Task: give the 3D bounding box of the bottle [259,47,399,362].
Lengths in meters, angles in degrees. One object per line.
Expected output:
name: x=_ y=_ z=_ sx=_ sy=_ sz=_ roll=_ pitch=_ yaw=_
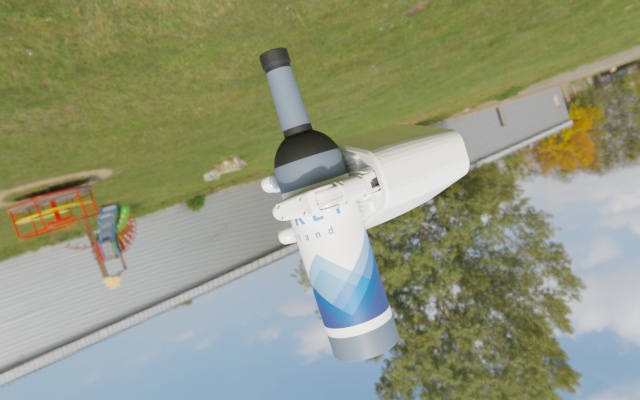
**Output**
bottle: x=0.000 y=0.002 z=0.456 sx=0.069 sy=0.296 sz=0.069 roll=-18 pitch=3 yaw=1
